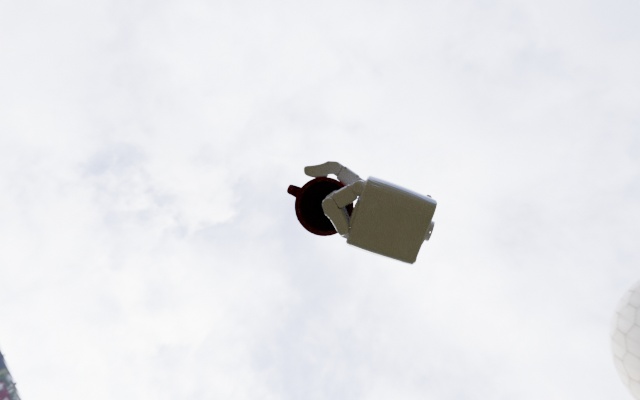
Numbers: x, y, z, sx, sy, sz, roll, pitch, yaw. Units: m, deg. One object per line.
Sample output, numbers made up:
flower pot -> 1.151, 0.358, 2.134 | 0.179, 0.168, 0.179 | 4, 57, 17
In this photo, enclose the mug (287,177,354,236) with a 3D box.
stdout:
mug -> -0.001, 0.002, 0.780 | 0.117, 0.093, 0.081 | 21, 7, 7
